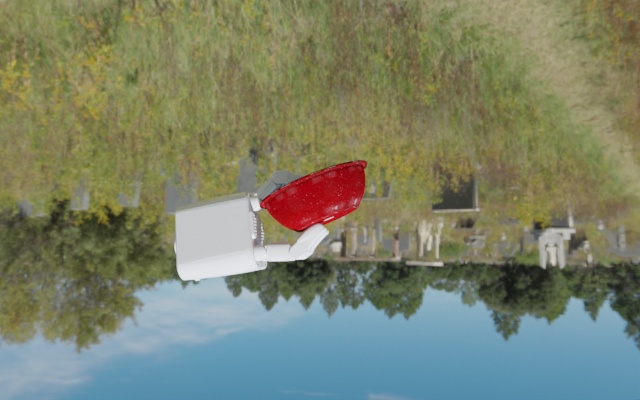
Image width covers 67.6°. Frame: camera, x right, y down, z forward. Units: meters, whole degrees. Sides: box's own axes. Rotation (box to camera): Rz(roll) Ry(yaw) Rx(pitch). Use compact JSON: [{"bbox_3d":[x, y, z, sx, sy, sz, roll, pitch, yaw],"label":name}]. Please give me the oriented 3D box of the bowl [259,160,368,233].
[{"bbox_3d":[0.001,0.002,0.660,0.162,0.055,0.162,-22,-8,-3],"label":"bowl"}]
